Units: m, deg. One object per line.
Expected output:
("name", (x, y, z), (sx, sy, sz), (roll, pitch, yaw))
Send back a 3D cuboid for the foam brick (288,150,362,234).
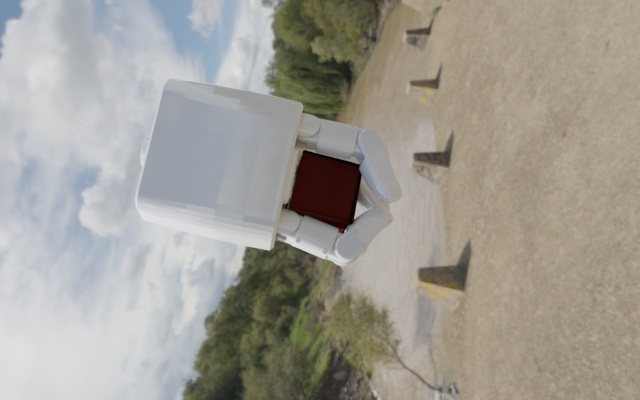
("foam brick", (0.000, 0.002, 0.406), (0.051, 0.053, 0.078), (13, -23, -3))
